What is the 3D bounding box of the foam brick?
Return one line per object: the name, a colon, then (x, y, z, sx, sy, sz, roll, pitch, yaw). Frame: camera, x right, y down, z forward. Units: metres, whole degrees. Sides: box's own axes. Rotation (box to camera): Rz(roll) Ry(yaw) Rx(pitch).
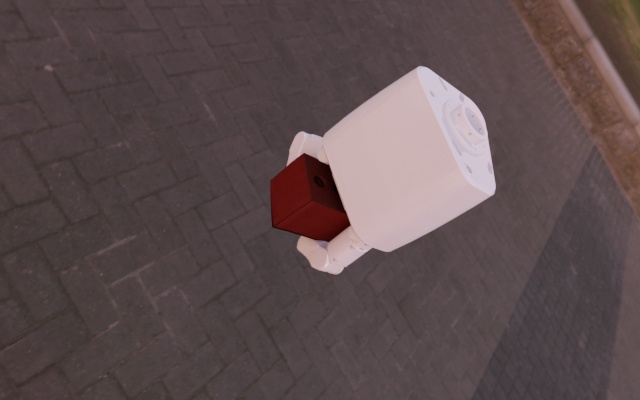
foam brick: (0.000, 0.001, 0.435, 0.078, 0.053, 0.051, 20, -43, -37)
